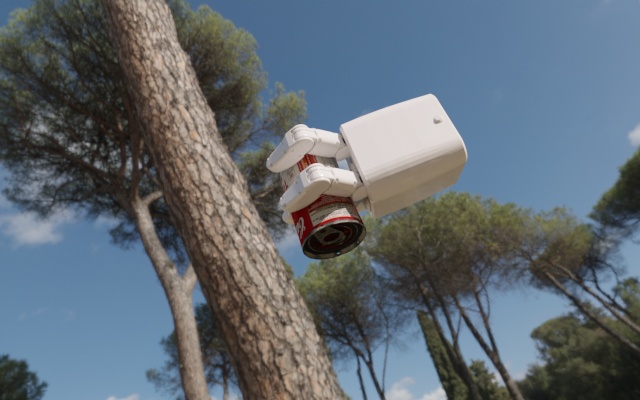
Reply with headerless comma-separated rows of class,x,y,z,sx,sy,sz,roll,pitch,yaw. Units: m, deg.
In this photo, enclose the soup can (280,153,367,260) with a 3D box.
soup can,0.000,0.002,0.507,0.068,0.102,0.069,-14,-34,-9
